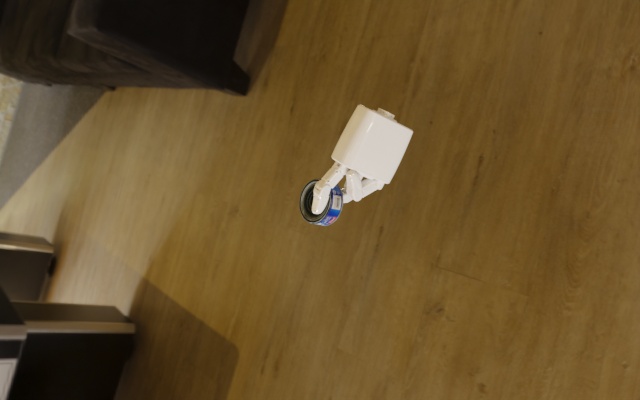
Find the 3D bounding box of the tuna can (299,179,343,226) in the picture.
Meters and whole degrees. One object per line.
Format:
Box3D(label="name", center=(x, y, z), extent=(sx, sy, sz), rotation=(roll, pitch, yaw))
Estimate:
Box3D(label="tuna can", center=(0.000, 0.003, 0.885), extent=(0.086, 0.086, 0.034), rotation=(0, -7, 45))
